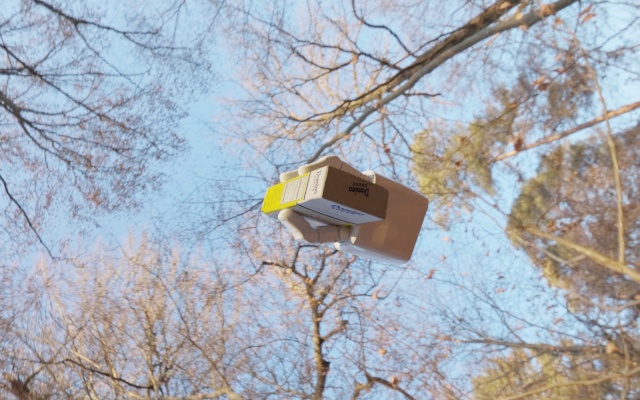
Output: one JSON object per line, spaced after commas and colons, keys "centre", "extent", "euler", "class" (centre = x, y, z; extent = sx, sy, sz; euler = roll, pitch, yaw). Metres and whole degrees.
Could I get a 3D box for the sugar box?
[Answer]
{"centre": [0.000, 0.002, 0.624], "extent": [0.093, 0.048, 0.176], "euler": [20, -19, -26], "class": "sugar box"}
